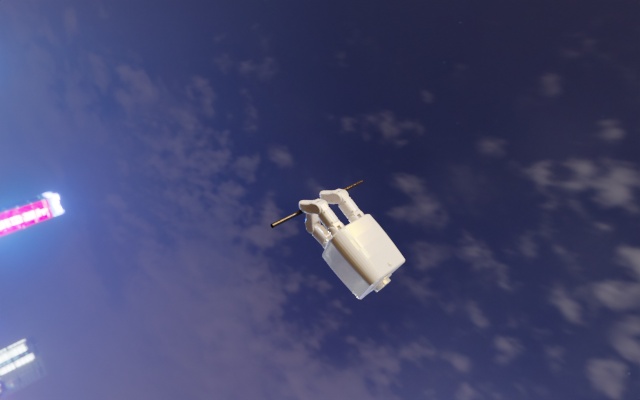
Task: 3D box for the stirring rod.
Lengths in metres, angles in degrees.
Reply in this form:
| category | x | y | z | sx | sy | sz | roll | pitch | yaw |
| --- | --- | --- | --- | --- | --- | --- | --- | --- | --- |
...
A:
| category | x | y | z | sx | sy | sz | roll | pitch | yaw |
| --- | --- | --- | --- | --- | --- | --- | --- | --- | --- |
| stirring rod | 0.000 | 0.003 | 0.887 | 0.011 | 0.011 | 0.239 | 0 | 20 | 47 |
